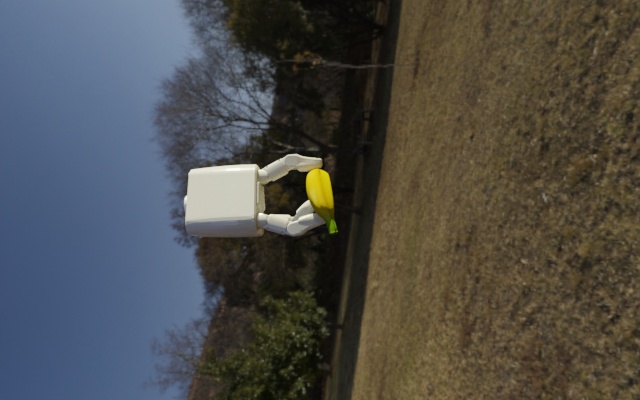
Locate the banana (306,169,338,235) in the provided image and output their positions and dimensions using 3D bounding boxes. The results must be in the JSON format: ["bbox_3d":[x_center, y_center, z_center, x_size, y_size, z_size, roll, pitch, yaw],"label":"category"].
[{"bbox_3d":[-0.002,-0.014,0.726,0.037,0.070,0.197,-7,19,0],"label":"banana"}]
